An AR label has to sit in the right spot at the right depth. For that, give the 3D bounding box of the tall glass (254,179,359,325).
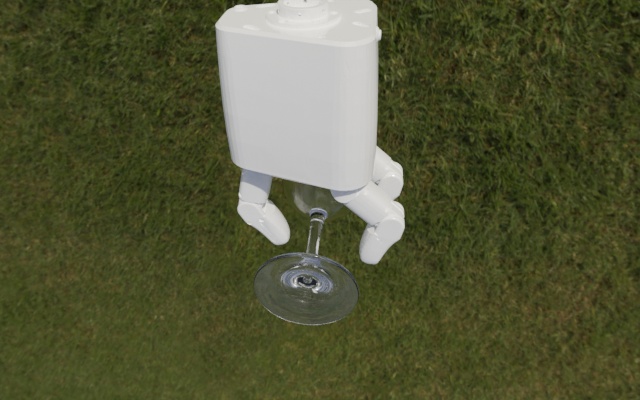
[{"bbox_3d":[0.000,0.002,0.409,0.079,0.079,0.201,0,39,8],"label":"tall glass"}]
